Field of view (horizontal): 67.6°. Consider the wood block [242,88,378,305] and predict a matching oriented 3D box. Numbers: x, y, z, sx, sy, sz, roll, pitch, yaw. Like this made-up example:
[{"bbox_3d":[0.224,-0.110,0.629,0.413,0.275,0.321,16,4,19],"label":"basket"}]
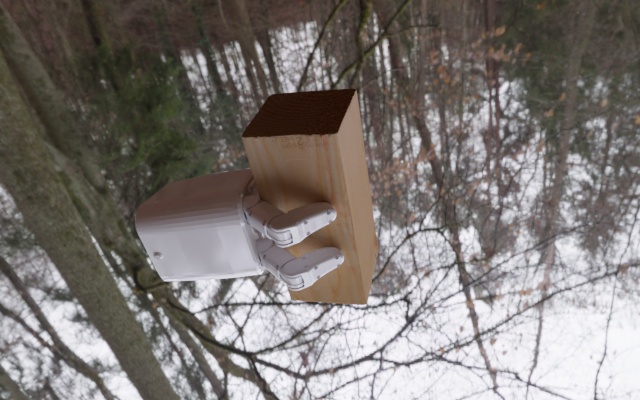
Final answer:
[{"bbox_3d":[0.000,0.002,0.490,0.090,0.206,0.090,0,37,16],"label":"wood block"}]
